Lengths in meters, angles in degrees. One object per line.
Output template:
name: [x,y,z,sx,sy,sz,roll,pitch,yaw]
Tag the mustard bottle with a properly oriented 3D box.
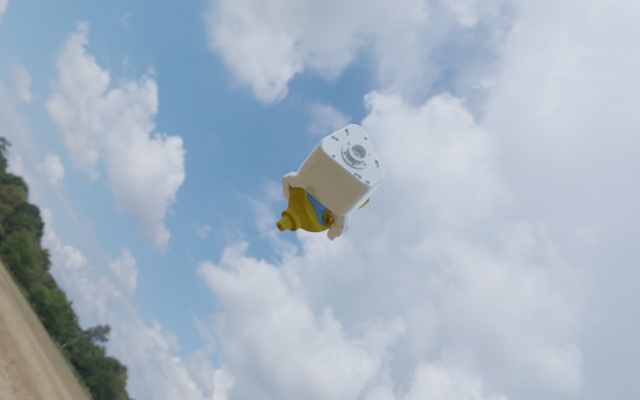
mustard bottle: [0.000,0.003,0.856,0.191,0.096,0.058,-32,15,-32]
